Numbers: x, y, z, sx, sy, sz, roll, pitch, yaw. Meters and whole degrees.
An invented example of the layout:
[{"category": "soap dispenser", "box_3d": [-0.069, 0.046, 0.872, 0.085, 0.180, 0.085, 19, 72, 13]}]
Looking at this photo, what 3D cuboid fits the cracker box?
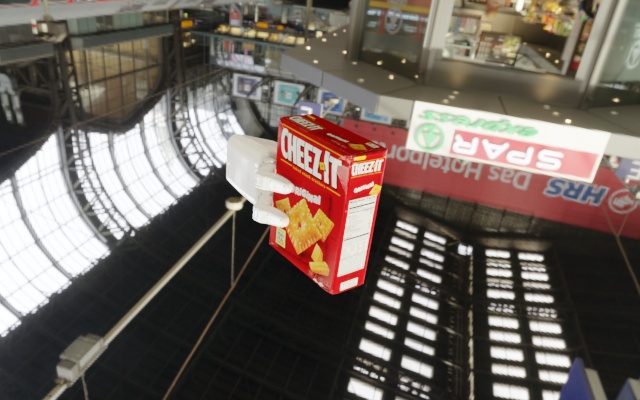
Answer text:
[{"category": "cracker box", "box_3d": [0.000, 0.002, 0.690, 0.072, 0.214, 0.164, -14, 33, -36]}]
